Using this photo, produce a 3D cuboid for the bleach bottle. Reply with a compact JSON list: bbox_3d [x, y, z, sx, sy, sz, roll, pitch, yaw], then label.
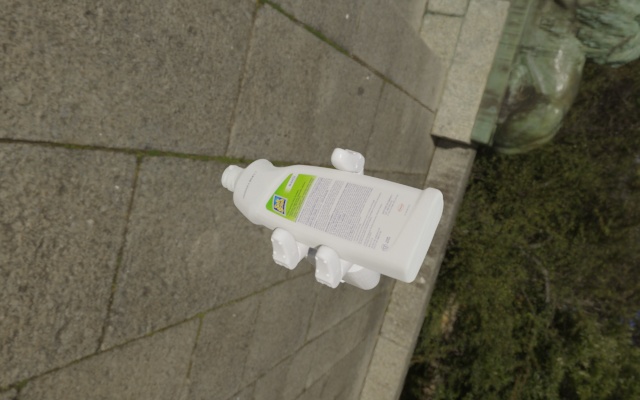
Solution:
[{"bbox_3d":[0.000,0.002,0.537,0.251,0.102,0.068,20,-17,23],"label":"bleach bottle"}]
